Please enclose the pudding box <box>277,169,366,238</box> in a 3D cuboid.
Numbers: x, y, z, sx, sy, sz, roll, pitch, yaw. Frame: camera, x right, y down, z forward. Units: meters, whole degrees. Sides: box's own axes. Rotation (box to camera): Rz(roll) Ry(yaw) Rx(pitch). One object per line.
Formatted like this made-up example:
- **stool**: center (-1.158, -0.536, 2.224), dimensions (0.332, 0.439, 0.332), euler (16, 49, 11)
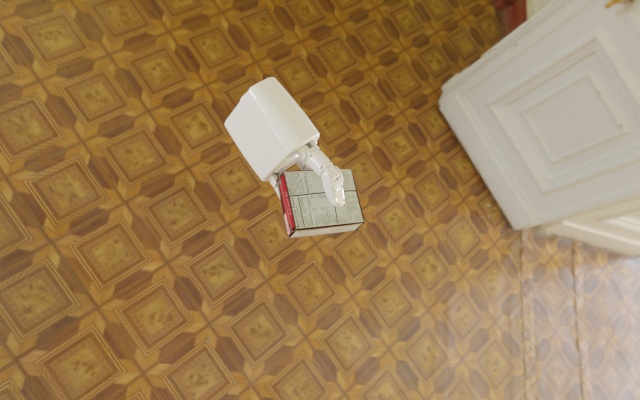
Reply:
- **pudding box**: center (0.000, 0.002, 0.686), dimensions (0.113, 0.090, 0.039), euler (-5, -18, -23)
